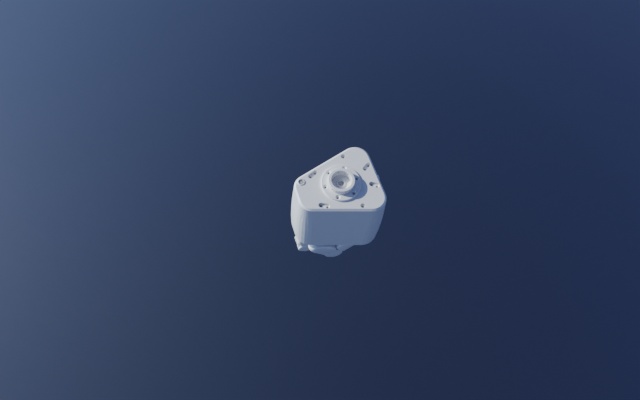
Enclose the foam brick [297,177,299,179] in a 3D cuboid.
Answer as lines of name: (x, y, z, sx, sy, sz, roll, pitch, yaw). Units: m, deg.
foam brick: (0.000, 0.002, 0.709, 0.053, 0.078, 0.051, -16, -24, -10)
